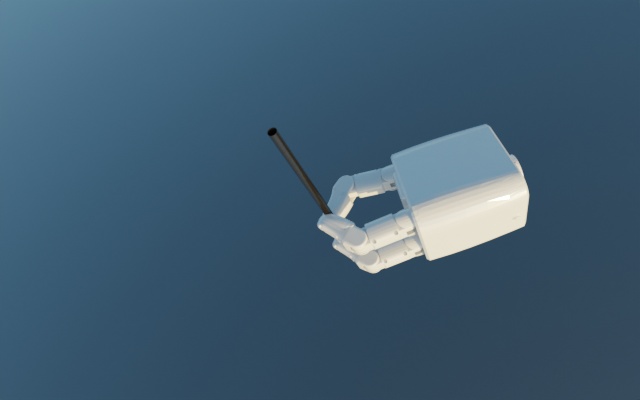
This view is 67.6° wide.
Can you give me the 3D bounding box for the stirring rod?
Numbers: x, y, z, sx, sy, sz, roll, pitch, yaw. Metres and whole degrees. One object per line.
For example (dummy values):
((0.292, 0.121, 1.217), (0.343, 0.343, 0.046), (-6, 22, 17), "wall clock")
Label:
((0.000, 0.002, 0.466), (0.011, 0.011, 0.240), (0, -27, 20), "stirring rod")
